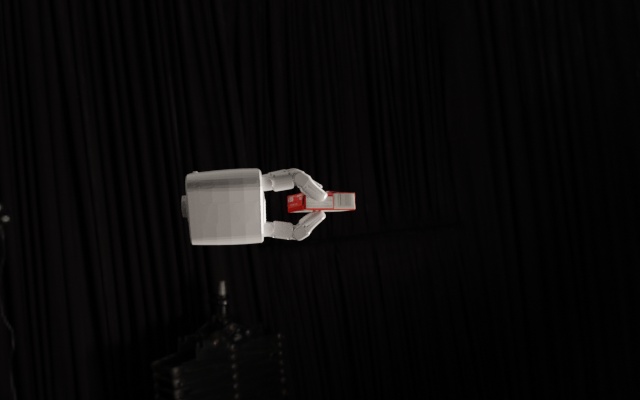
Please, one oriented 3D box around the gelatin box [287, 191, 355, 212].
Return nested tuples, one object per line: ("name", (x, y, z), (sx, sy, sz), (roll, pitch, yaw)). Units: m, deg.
("gelatin box", (0.000, 0.003, 0.760), (0.089, 0.030, 0.073), (0, -4, -23))
